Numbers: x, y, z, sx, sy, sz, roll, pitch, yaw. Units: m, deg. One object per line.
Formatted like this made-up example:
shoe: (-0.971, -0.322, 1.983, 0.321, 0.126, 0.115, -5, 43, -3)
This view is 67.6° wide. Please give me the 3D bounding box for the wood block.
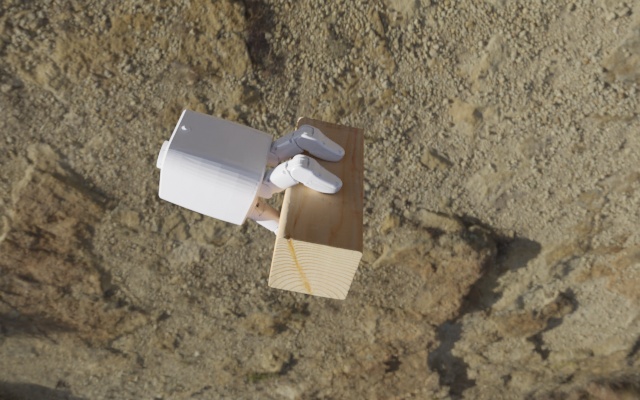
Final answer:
wood block: (0.000, 0.002, 0.576, 0.090, 0.206, 0.091, 11, -45, -5)
